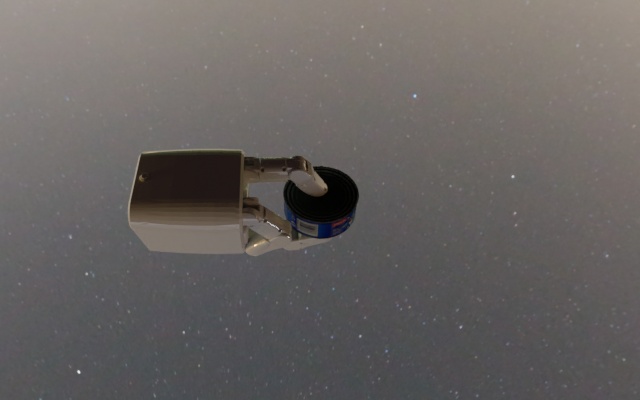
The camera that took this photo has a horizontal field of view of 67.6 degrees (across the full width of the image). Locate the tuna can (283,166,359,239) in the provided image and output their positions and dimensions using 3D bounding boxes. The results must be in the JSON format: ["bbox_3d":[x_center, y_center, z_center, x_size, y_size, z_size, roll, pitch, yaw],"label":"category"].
[{"bbox_3d":[0.000,0.002,0.552,0.086,0.086,0.034,0,-41,-3],"label":"tuna can"}]
